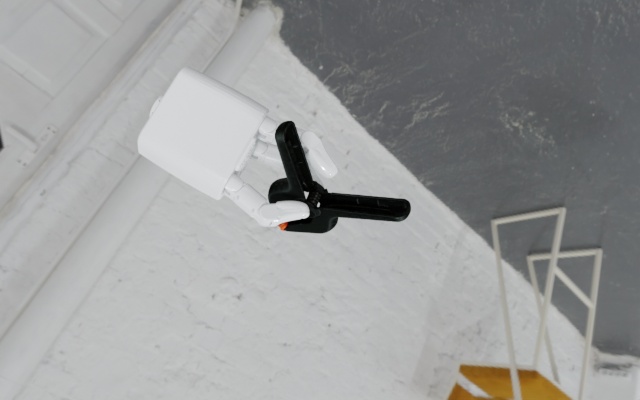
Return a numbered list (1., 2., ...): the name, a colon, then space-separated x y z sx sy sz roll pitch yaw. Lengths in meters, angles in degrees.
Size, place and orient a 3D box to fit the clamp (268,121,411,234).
1. clamp: -0.001 0.003 0.566 0.164 0.036 0.210 31 -28 -4
